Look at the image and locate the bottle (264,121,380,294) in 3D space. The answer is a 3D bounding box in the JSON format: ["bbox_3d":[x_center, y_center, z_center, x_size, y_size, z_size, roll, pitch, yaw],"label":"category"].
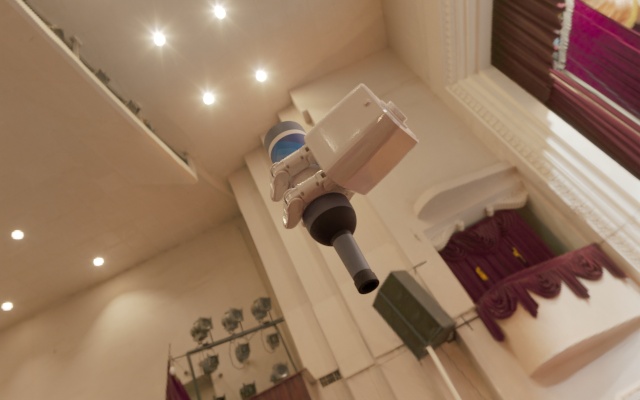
[{"bbox_3d":[0.000,0.002,0.642,0.069,0.069,0.295,0,42,-31],"label":"bottle"}]
